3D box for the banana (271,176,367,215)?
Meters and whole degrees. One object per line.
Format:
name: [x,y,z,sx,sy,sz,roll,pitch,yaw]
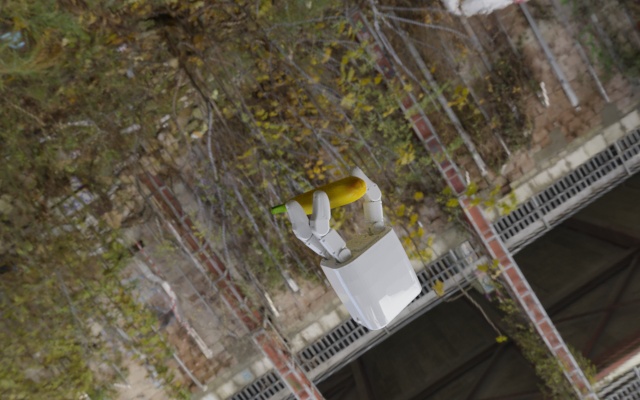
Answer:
banana: [0.010,-0.004,0.694,0.069,0.037,0.198,-28,6,-41]
